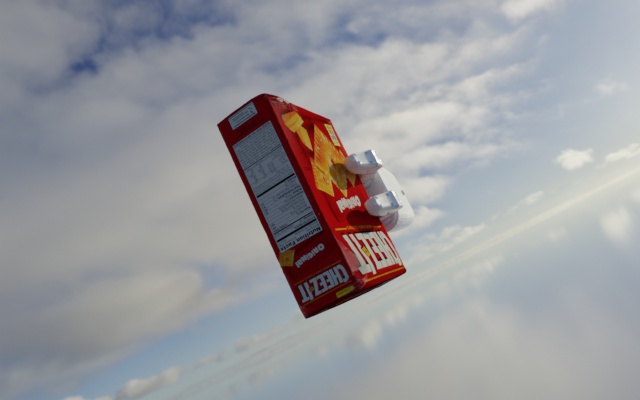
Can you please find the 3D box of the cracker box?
[{"bbox_3d":[0.000,0.002,0.515,0.072,0.213,0.164,-32,-14,21],"label":"cracker box"}]
